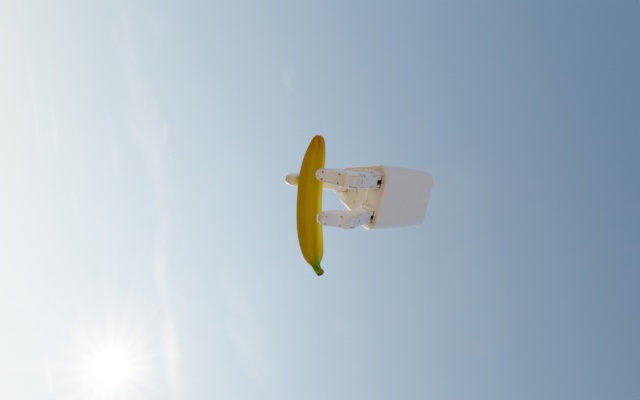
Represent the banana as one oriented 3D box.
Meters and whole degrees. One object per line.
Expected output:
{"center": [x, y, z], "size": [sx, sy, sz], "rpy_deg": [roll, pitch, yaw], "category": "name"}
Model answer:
{"center": [-0.010, 0.008, 0.690], "size": [0.037, 0.198, 0.069], "rpy_deg": [2, -8, -31], "category": "banana"}
